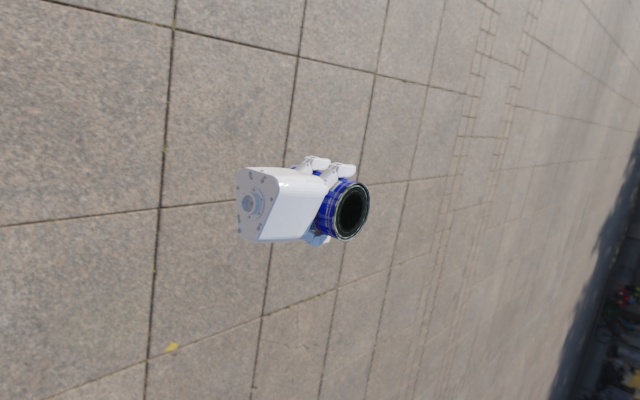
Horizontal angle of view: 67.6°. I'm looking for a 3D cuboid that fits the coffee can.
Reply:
[{"bbox_3d":[0.000,0.003,0.828,0.140,0.103,0.103,18,11,36],"label":"coffee can"}]
